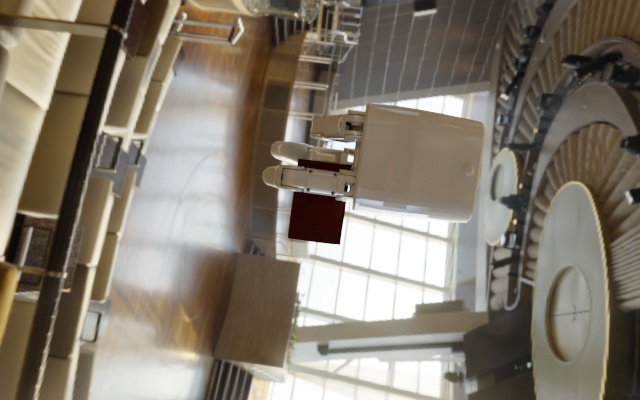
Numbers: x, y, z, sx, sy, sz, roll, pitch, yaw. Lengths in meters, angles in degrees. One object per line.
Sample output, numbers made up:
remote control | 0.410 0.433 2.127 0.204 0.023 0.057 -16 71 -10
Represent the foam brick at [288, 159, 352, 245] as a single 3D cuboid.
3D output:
foam brick | 0.000 0.002 0.465 0.051 0.078 0.053 8 1 2
